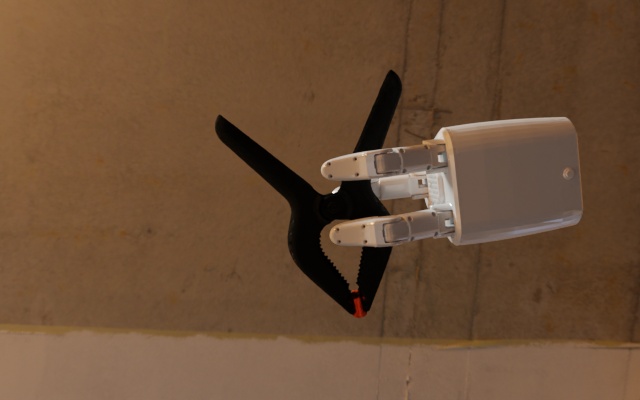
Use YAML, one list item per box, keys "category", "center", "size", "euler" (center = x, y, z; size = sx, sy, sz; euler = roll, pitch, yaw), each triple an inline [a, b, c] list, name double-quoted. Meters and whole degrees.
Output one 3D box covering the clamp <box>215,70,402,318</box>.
- category: "clamp"
  center: [0.000, 0.002, 0.423]
  size: [0.164, 0.210, 0.036]
  euler: [-7, 6, 2]
